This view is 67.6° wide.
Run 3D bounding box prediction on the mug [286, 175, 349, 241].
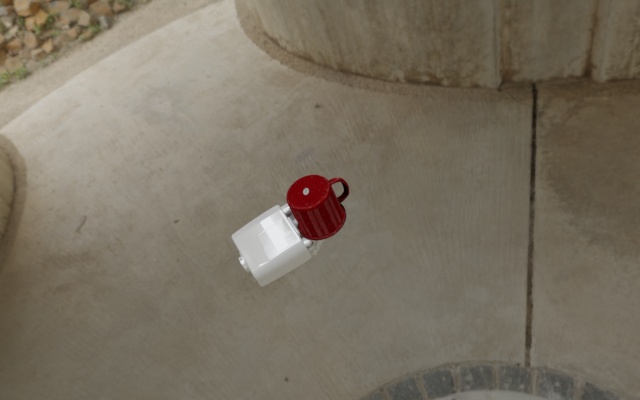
[{"bbox_3d":[0.001,0.002,0.838,0.117,0.082,0.093,-34,46,-8],"label":"mug"}]
